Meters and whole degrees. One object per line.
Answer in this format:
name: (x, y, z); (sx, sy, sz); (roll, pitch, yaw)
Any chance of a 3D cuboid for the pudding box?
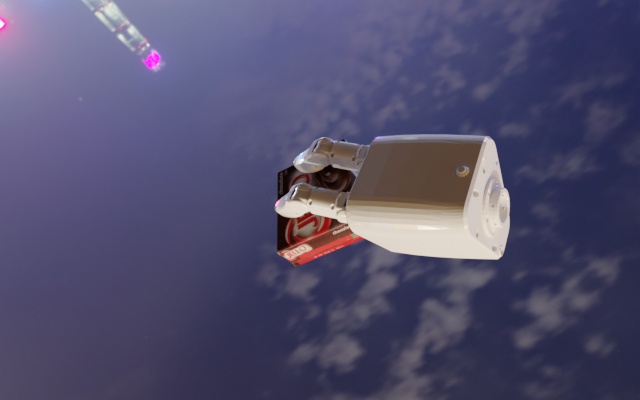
pudding box: (0.000, 0.002, 0.494); (0.090, 0.113, 0.039); (-24, -47, 21)
